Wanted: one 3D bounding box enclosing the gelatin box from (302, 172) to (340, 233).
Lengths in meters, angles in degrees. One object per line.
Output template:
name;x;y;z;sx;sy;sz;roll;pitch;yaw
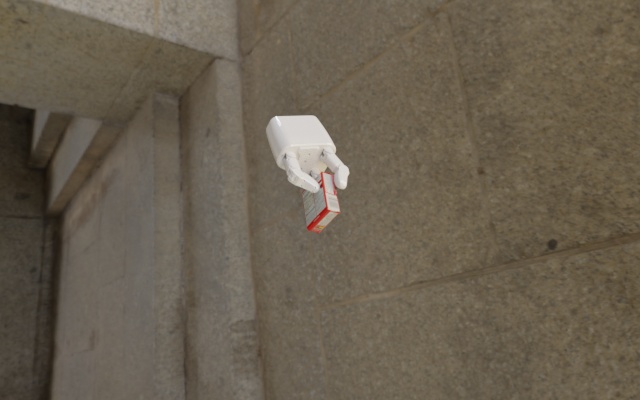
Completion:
gelatin box;0.000;0.003;0.877;0.030;0.089;0.073;14;-41;-29
